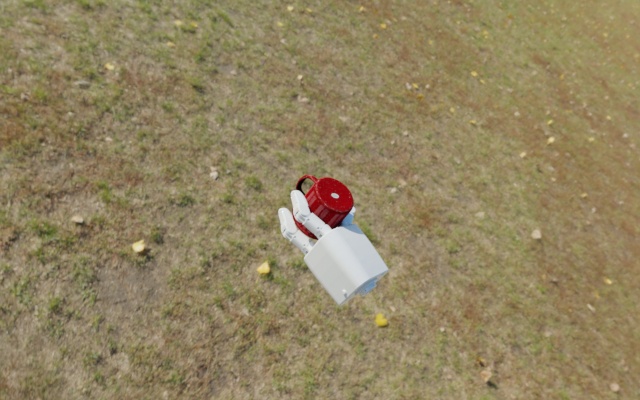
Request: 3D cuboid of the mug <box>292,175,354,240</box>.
[{"bbox_3d":[-0.001,0.002,0.867,0.093,0.117,0.081,-22,-22,-45],"label":"mug"}]
